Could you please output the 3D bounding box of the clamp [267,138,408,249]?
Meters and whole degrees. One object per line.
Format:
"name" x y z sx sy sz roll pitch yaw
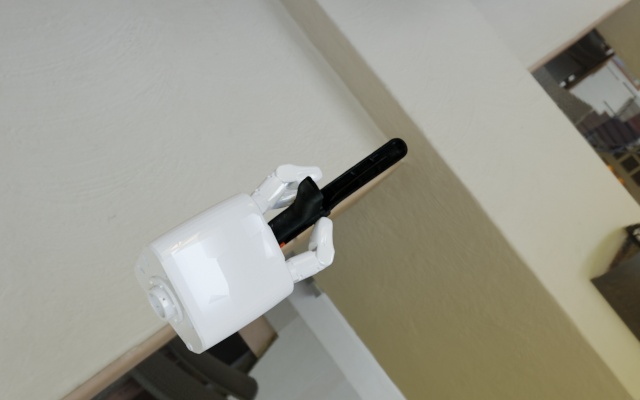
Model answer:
"clamp" 0.000 0.003 0.549 0.164 0.036 0.210 -27 -9 -37
